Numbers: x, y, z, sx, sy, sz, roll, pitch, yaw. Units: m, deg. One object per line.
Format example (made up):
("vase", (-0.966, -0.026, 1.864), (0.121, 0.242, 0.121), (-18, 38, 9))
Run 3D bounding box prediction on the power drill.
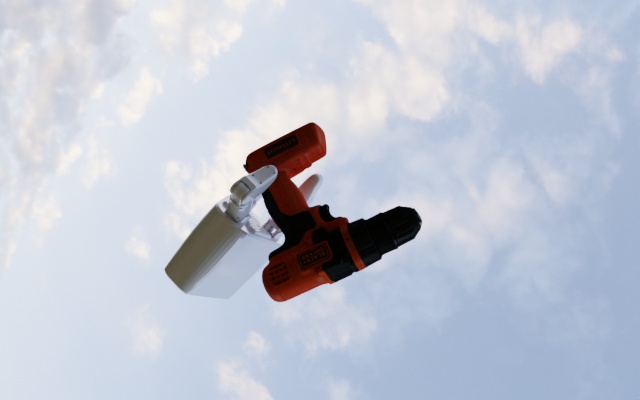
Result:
("power drill", (0.000, 0.002, 0.548), (0.184, 0.187, 0.057), (-25, -31, 5))
